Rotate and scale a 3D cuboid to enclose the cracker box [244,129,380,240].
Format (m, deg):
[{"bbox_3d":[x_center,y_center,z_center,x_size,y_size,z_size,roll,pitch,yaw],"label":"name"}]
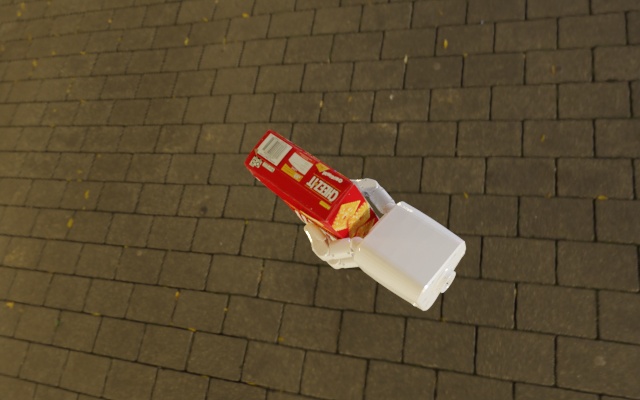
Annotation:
[{"bbox_3d":[0.000,0.002,0.723,0.164,0.072,0.214,34,-7,28],"label":"cracker box"}]
